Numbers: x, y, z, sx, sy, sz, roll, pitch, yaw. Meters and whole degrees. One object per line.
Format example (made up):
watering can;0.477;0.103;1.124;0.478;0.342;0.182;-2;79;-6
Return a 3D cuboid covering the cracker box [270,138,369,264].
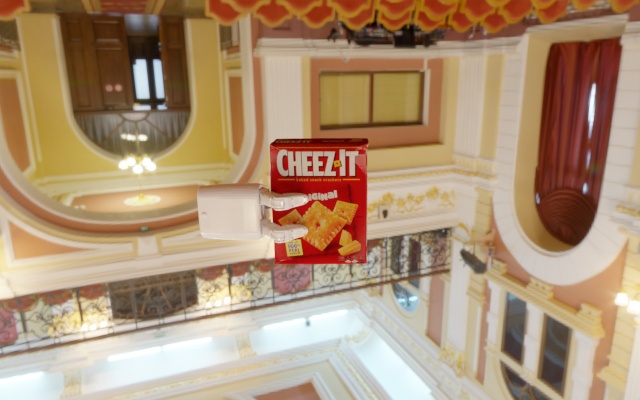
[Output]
cracker box;0.000;0.003;0.826;0.164;0.214;0.072;0;15;5
